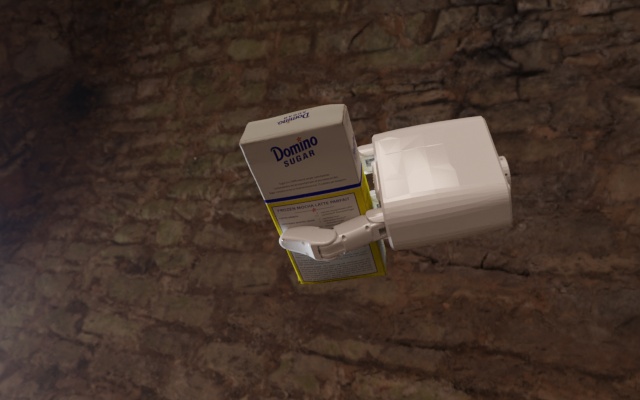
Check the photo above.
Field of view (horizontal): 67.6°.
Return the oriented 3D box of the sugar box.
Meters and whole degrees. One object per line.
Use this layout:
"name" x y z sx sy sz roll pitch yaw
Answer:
"sugar box" 0.000 0.001 0.451 0.093 0.176 0.048 -9 33 13
